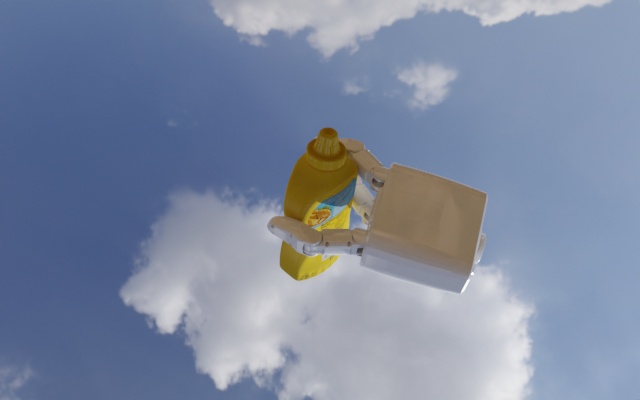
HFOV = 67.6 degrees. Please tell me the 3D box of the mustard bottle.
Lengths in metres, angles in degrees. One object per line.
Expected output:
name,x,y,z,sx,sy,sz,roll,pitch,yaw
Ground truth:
mustard bottle,0.000,0.002,0.529,0.058,0.192,0.096,36,52,26
